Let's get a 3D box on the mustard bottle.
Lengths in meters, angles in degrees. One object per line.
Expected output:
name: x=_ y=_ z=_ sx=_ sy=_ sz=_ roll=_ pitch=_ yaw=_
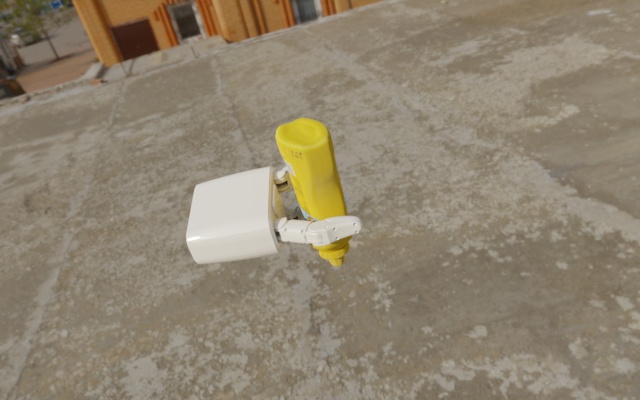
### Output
mustard bottle: x=0.000 y=0.002 z=0.582 sx=0.058 sy=0.192 sz=0.096 roll=-23 pitch=30 yaw=-13
